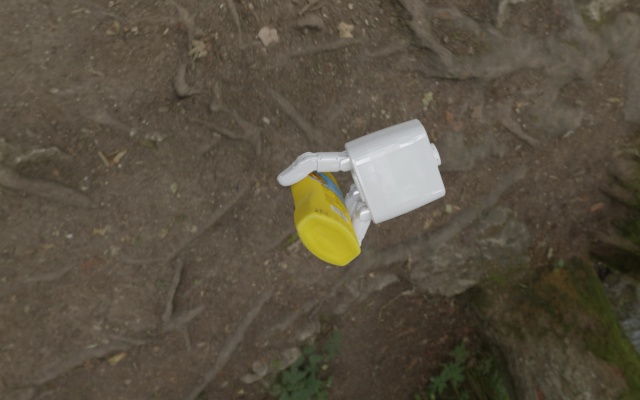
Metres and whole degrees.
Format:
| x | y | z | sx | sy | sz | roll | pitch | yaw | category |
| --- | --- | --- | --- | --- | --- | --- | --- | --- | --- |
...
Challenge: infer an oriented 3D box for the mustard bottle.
| x | y | z | sx | sy | sz | roll | pitch | yaw | category |
| --- | --- | --- | --- | --- | --- | --- | --- | --- | --- |
| 0.000 | 0.003 | 0.673 | 0.096 | 0.058 | 0.191 | 39 | 19 | -27 | mustard bottle |
